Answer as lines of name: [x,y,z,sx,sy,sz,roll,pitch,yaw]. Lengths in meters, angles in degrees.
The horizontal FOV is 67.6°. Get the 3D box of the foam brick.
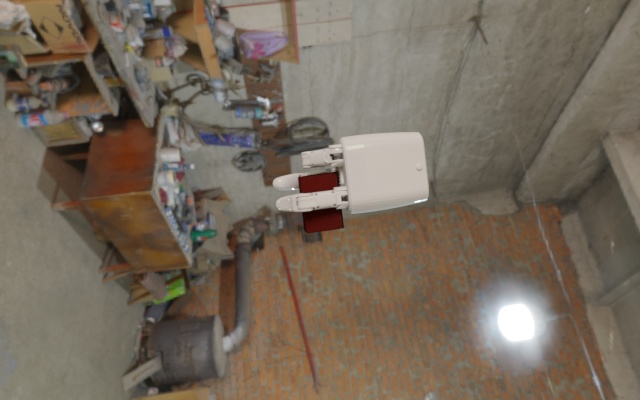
foam brick: [0.000,0.002,0.646,0.051,0.078,0.053,-7,3,-6]
